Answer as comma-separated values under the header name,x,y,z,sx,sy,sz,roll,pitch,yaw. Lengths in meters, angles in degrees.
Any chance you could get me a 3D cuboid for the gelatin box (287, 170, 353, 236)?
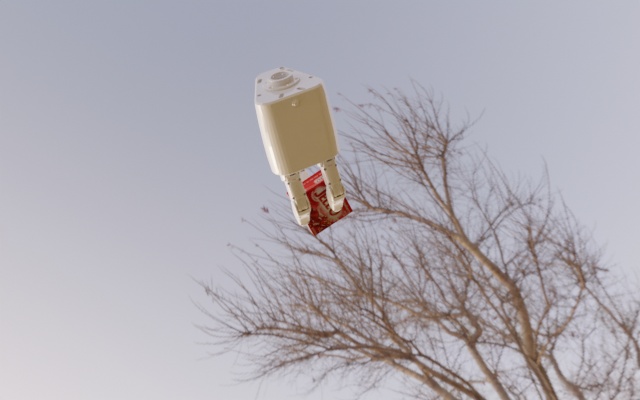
name,x,y,z,sx,sy,sz,roll,pitch,yaw
gelatin box,0.000,0.002,0.726,0.073,0.089,0.030,-33,43,-3
